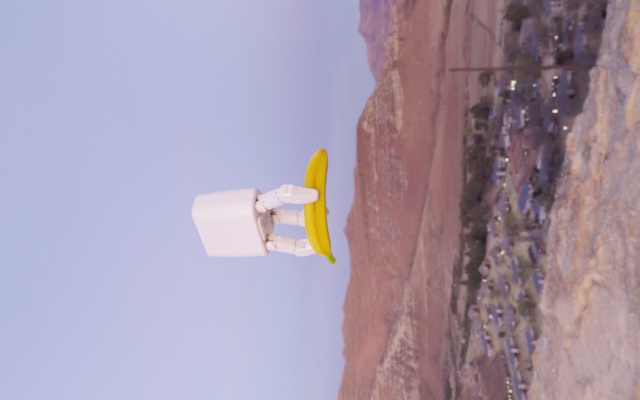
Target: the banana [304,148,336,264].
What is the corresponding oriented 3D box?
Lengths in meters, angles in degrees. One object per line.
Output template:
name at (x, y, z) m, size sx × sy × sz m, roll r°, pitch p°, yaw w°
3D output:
banana at (-0.005, 0.002, 0.772) m, size 0.037 × 0.197 × 0.070 m, roll -6°, pitch -14°, yaw 14°
